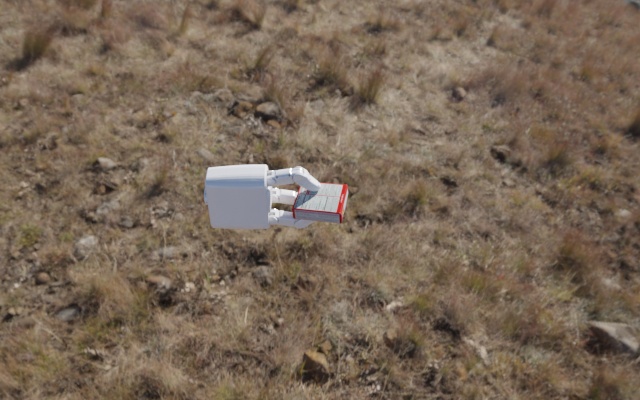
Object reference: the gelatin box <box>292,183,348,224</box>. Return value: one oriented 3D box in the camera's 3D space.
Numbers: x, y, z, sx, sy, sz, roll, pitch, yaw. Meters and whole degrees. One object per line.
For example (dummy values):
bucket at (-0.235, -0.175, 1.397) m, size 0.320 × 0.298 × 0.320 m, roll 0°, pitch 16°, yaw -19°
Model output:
gelatin box at (0.000, 0.002, 0.854) m, size 0.089 × 0.030 × 0.073 m, roll 5°, pitch 45°, yaw 12°
